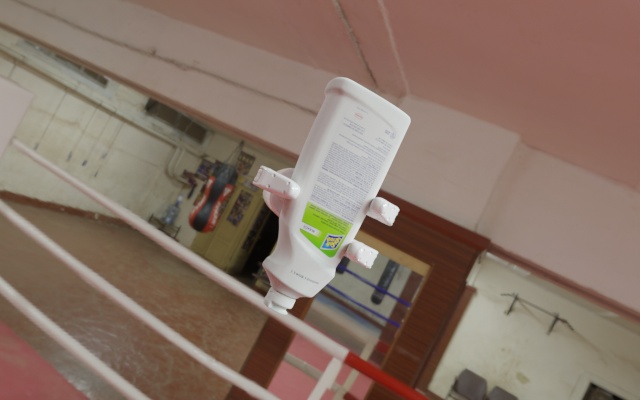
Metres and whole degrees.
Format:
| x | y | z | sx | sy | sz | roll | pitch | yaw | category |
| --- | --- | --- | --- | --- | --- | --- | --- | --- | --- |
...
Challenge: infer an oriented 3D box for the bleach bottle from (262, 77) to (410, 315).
| x | y | z | sx | sy | sz | roll | pitch | yaw | category |
| --- | --- | --- | --- | --- | --- | --- | --- | --- | --- |
| 0.000 | 0.002 | 0.521 | 0.102 | 0.251 | 0.068 | 27 | -3 | -14 | bleach bottle |
